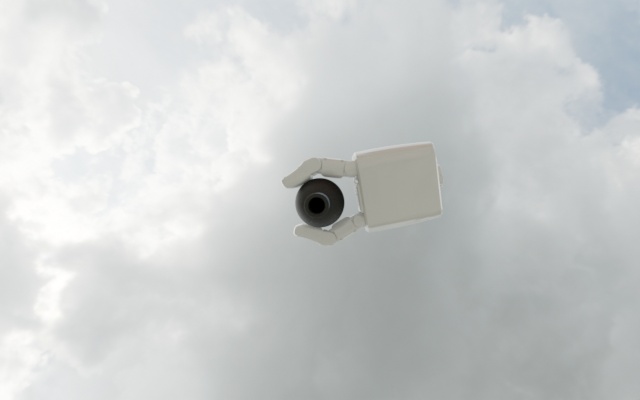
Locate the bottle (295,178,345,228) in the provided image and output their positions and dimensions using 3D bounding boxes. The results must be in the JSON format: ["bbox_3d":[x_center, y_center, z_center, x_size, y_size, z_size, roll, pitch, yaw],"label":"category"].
[{"bbox_3d":[0.000,0.002,0.673,0.069,0.069,0.295,0,1,2],"label":"bottle"}]
